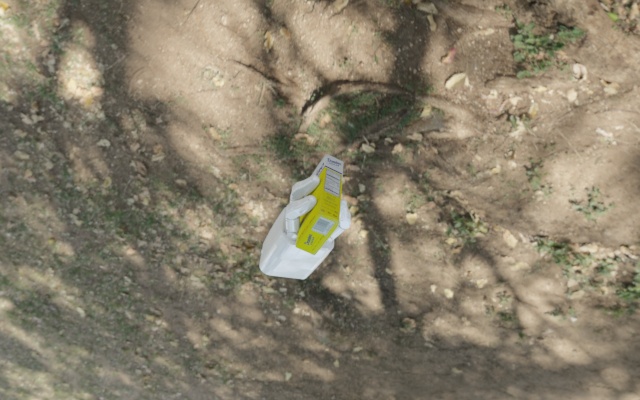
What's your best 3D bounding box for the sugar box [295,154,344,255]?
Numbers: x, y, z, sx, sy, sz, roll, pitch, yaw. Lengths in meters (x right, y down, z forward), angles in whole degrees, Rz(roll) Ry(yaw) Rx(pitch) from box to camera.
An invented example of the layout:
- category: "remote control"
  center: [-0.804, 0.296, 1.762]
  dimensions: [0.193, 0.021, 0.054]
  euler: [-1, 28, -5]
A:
- category: "sugar box"
  center: [0.000, 0.003, 0.865]
  dimensions: [0.048, 0.093, 0.176]
  euler: [23, 37, -17]
